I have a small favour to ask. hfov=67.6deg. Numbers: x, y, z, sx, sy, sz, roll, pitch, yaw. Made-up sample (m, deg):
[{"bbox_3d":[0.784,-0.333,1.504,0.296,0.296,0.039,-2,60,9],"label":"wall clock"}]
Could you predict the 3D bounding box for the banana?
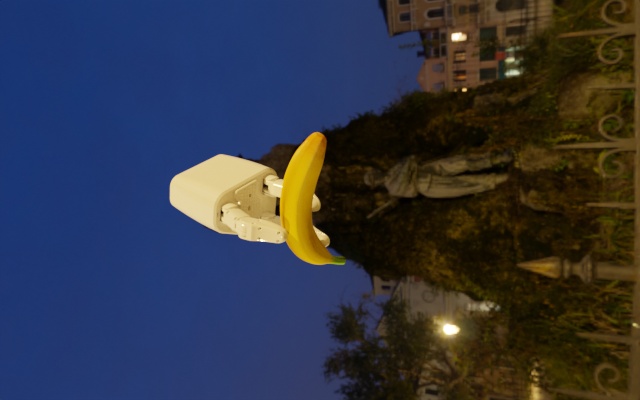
[{"bbox_3d":[-0.016,0.012,0.567,0.069,0.198,0.037,-24,41,-17],"label":"banana"}]
